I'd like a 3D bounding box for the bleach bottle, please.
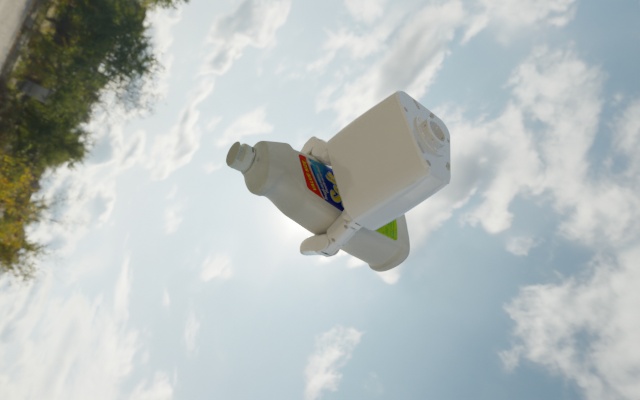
[{"bbox_3d":[0.000,0.002,0.576,0.251,0.102,0.068,26,-44,-34],"label":"bleach bottle"}]
